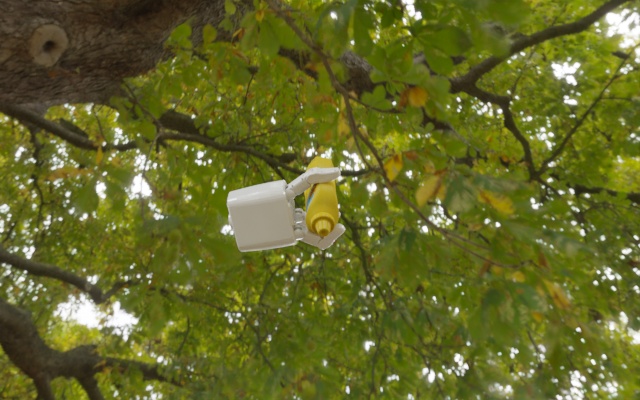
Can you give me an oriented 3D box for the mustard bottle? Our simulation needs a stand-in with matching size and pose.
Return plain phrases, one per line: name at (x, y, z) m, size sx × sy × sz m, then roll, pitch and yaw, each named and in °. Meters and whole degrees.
mustard bottle at (0.000, 0.003, 0.869) m, size 0.058 × 0.096 × 0.191 m, roll 11°, pitch 31°, yaw -9°
